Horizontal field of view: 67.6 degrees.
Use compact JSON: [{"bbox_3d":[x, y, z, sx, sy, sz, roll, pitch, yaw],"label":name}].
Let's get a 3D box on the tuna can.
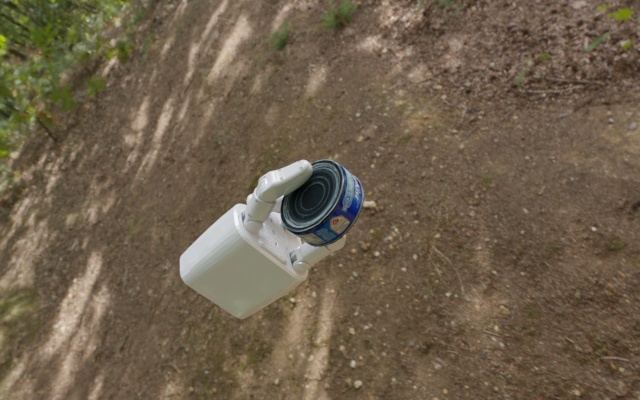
[{"bbox_3d":[0.000,0.001,0.486,0.086,0.086,0.034,0,-28,45],"label":"tuna can"}]
